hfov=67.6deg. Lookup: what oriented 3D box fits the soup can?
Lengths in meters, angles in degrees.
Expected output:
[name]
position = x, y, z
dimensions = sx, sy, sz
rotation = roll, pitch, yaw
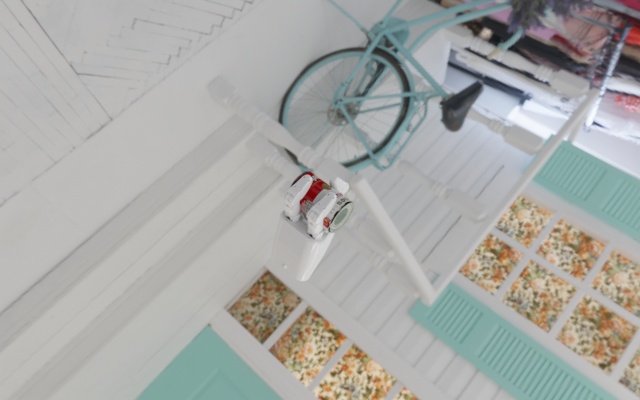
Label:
[soup can]
position = 0.001, 0.003, 0.843
dimensions = 0.102, 0.068, 0.068
rotation = 37, 16, 22
